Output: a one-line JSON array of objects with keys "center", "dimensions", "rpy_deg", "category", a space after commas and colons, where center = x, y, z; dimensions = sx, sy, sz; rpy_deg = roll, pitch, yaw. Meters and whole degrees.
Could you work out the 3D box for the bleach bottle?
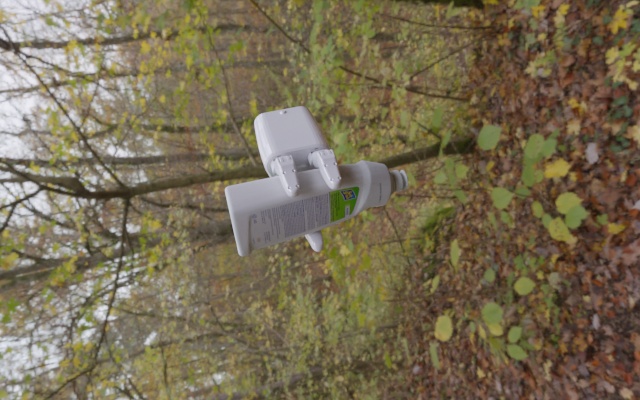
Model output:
[{"center": [0.000, 0.002, 0.669], "dimensions": [0.251, 0.103, 0.068], "rpy_deg": [-12, 46, -11], "category": "bleach bottle"}]
